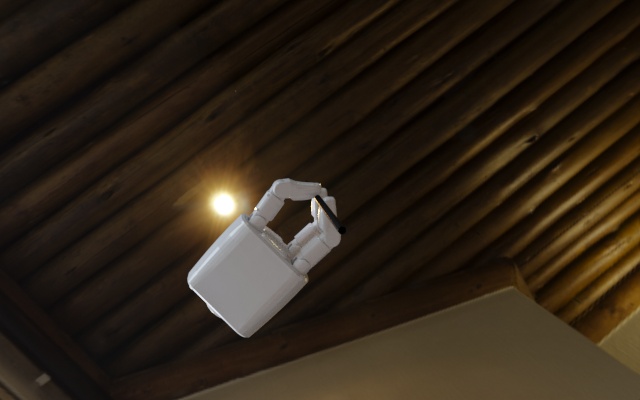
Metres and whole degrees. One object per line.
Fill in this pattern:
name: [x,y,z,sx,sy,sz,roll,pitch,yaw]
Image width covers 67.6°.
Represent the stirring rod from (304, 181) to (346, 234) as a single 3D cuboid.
stirring rod: [0.000,0.002,0.567,0.011,0.011,0.239,0,13,-10]
